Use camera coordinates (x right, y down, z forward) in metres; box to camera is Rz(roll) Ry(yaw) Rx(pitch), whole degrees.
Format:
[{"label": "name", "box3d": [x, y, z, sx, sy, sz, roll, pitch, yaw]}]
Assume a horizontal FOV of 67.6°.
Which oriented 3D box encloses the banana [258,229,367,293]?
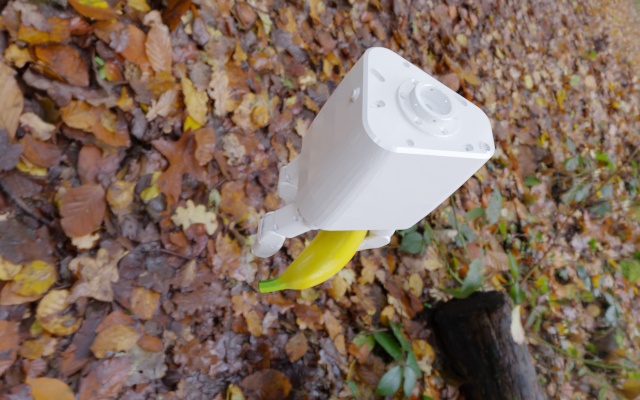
[{"label": "banana", "box3d": [0.016, 0.010, 0.452, 0.069, 0.197, 0.037, 20, -35, 16]}]
